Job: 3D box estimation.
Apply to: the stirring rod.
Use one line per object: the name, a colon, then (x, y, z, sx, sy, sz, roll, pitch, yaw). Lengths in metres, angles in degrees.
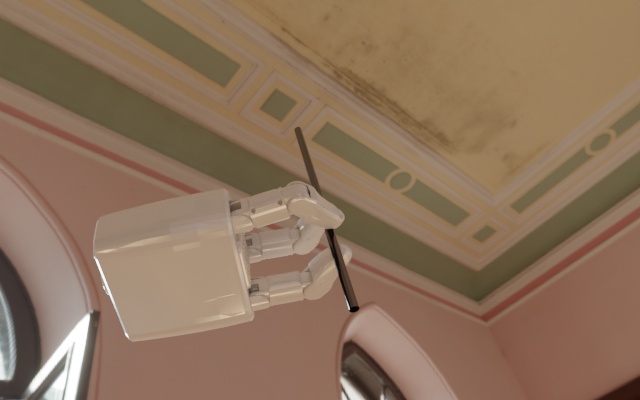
stirring rod: (0.000, 0.001, 0.441, 0.011, 0.011, 0.239, 0, 41, -16)
